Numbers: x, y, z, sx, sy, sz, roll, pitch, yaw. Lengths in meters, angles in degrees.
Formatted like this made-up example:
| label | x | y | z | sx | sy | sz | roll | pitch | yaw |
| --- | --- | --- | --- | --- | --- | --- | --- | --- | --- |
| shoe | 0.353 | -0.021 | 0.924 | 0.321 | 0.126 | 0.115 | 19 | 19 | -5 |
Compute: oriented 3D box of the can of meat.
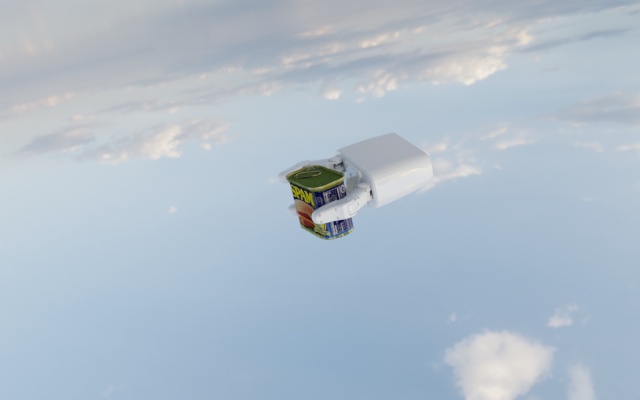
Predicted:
| label | x | y | z | sx | sy | sz | roll | pitch | yaw |
| --- | --- | --- | --- | --- | --- | --- | --- | --- | --- |
| can of meat | 0.000 | 0.003 | 0.689 | 0.057 | 0.084 | 0.102 | -23 | 24 | -23 |
